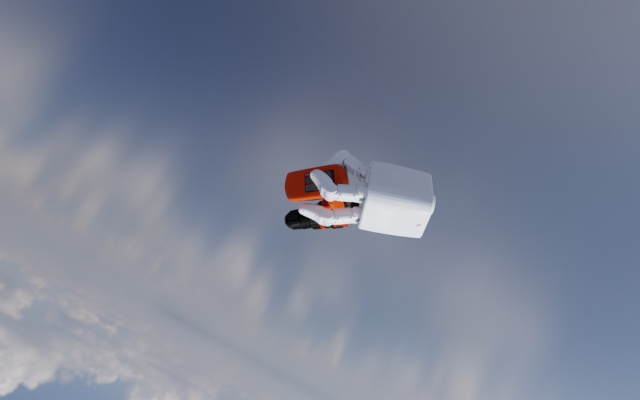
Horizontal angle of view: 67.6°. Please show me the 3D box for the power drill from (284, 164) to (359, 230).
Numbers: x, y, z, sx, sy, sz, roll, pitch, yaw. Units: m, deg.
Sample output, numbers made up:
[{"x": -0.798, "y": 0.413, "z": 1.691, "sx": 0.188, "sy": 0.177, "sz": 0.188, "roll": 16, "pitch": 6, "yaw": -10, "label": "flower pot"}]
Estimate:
[{"x": 0.000, "y": 0.003, "z": 0.866, "sx": 0.184, "sy": 0.057, "sz": 0.188, "roll": -10, "pitch": -22, "yaw": 13, "label": "power drill"}]
